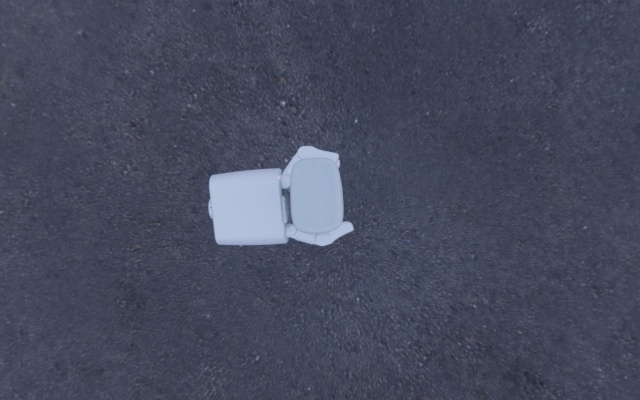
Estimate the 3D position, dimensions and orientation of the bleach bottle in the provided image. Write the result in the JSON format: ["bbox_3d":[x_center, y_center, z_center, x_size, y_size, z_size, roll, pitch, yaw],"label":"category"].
[{"bbox_3d":[0.000,0.002,0.729,0.068,0.102,0.251,-3,-5,2],"label":"bleach bottle"}]
